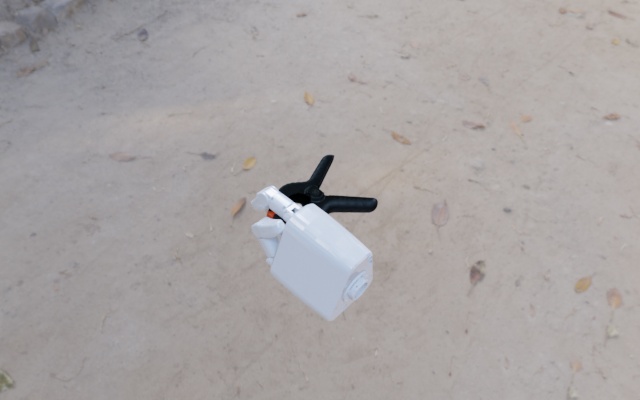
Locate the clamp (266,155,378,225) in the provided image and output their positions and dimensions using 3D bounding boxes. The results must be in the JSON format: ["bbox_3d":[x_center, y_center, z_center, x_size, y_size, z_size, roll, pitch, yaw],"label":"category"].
[{"bbox_3d":[0.000,0.002,0.699,0.120,0.039,0.171,37,53,24],"label":"clamp"}]
